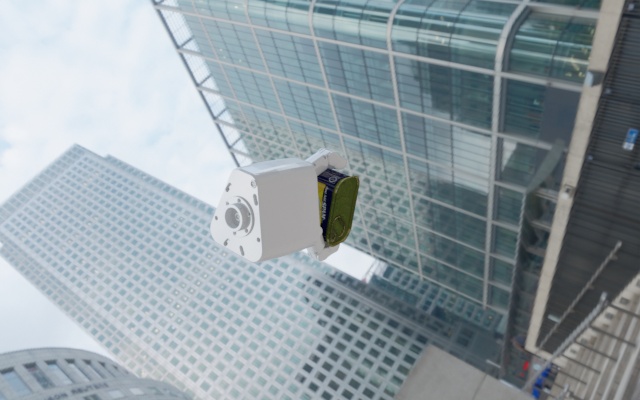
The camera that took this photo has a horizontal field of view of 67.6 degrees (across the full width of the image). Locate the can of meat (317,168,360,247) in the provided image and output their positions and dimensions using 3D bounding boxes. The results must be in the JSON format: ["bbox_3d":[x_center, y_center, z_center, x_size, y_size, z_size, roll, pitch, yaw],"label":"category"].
[{"bbox_3d":[0.000,0.002,0.677,0.084,0.102,0.057,22,25,31],"label":"can of meat"}]
